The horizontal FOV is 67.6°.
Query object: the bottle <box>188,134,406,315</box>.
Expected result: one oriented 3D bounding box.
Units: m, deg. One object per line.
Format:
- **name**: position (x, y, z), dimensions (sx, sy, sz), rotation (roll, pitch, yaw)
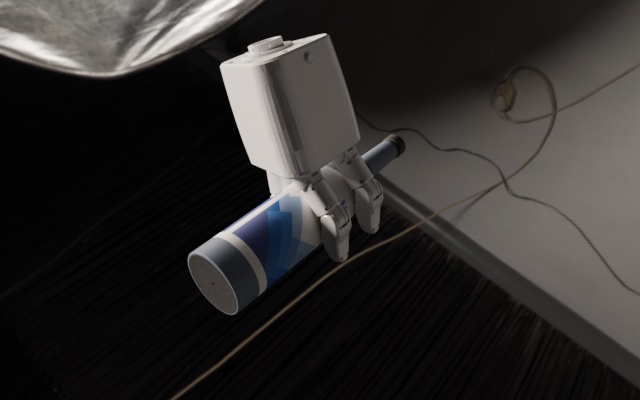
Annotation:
- **bottle**: position (0.000, 0.002, 0.501), dimensions (0.069, 0.069, 0.295), rotation (0, 29, 47)
